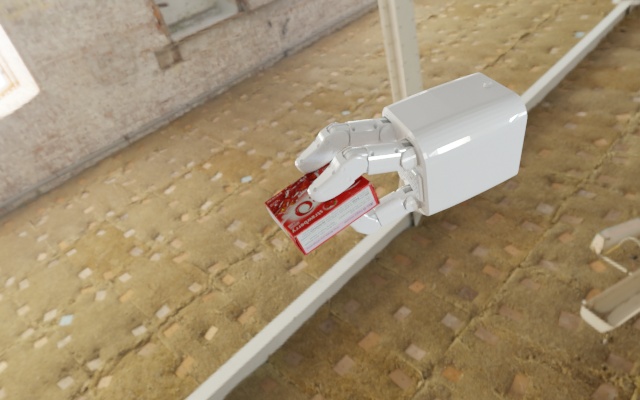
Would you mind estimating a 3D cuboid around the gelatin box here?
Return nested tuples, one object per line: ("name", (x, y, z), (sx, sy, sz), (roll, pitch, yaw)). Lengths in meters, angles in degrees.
("gelatin box", (0.000, 0.002, 0.457), (0.089, 0.030, 0.073), (-35, 37, -9))
